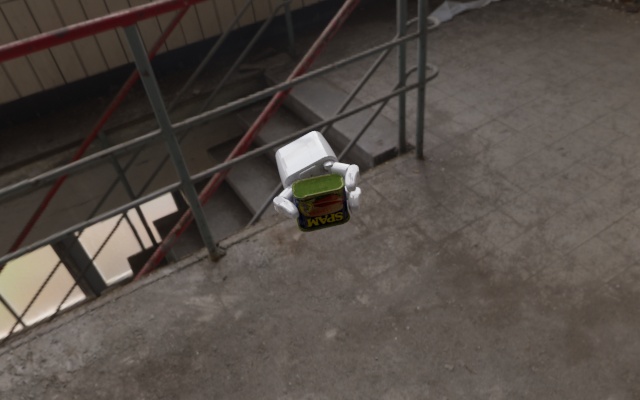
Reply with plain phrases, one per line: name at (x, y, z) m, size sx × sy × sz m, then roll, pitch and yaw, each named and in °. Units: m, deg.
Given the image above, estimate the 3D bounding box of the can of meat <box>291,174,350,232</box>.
can of meat at (0.000, 0.003, 0.886) m, size 0.102 × 0.084 × 0.057 m, roll -12°, pitch 40°, yaw -4°
